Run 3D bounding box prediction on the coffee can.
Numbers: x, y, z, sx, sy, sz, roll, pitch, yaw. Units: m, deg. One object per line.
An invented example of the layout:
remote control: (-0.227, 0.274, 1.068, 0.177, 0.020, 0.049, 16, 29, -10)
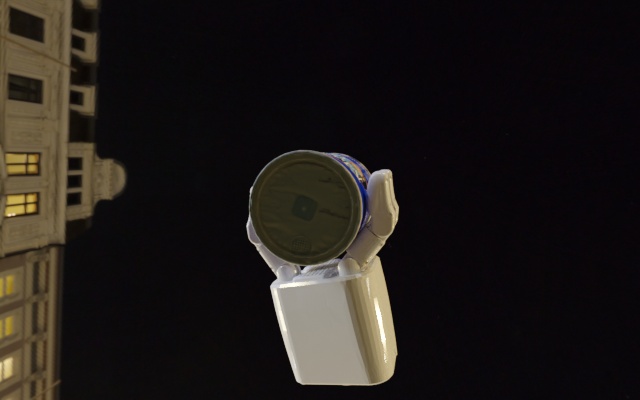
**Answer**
coffee can: (0.000, 0.001, 0.487, 0.103, 0.103, 0.140, 0, 5, 12)
